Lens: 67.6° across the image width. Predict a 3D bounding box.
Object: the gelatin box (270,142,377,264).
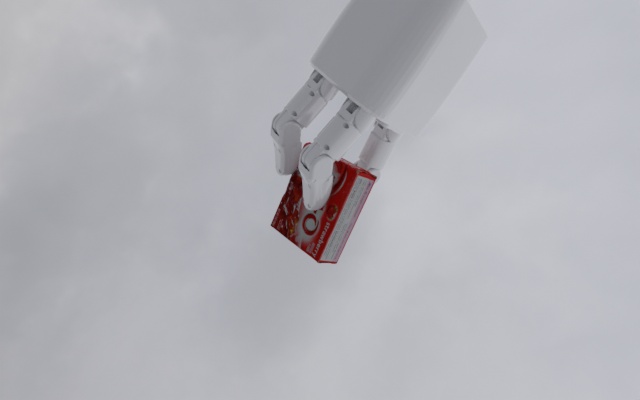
[{"bbox_3d":[0.000,0.002,0.432,0.030,0.089,0.073,13,15,-47],"label":"gelatin box"}]
